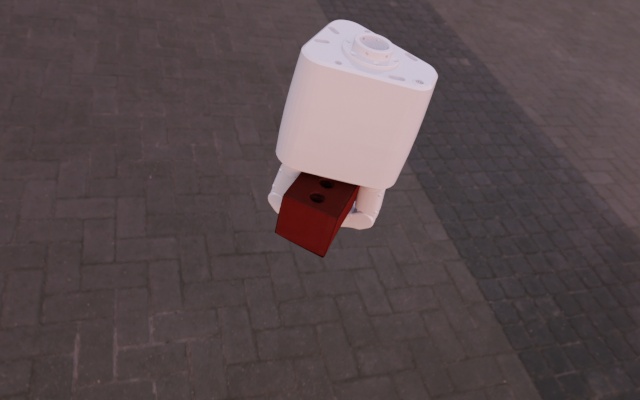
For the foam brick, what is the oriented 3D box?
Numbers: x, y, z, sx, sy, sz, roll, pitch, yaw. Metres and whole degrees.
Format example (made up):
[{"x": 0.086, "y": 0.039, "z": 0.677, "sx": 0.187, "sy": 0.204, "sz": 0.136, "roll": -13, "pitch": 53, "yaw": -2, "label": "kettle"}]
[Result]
[{"x": 0.000, "y": 0.002, "z": 0.442, "sx": 0.053, "sy": 0.051, "sz": 0.078, "roll": 25, "pitch": 44, "yaw": 7, "label": "foam brick"}]
